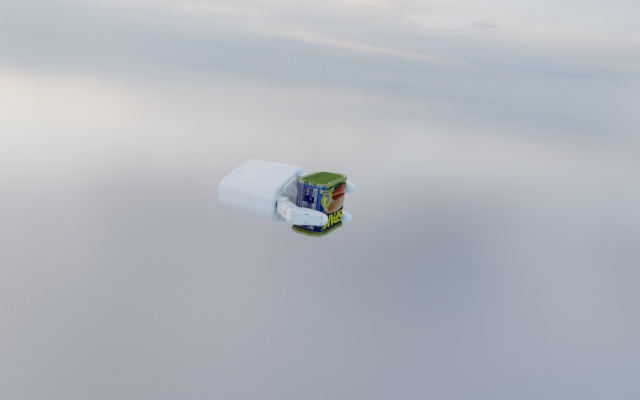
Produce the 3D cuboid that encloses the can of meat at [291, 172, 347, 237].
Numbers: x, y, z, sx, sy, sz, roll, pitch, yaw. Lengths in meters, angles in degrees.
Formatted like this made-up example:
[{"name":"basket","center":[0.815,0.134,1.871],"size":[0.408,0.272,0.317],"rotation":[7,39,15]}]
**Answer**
[{"name":"can of meat","center":[0.000,0.002,0.759],"size":[0.057,0.084,0.102],"rotation":[14,17,24]}]
